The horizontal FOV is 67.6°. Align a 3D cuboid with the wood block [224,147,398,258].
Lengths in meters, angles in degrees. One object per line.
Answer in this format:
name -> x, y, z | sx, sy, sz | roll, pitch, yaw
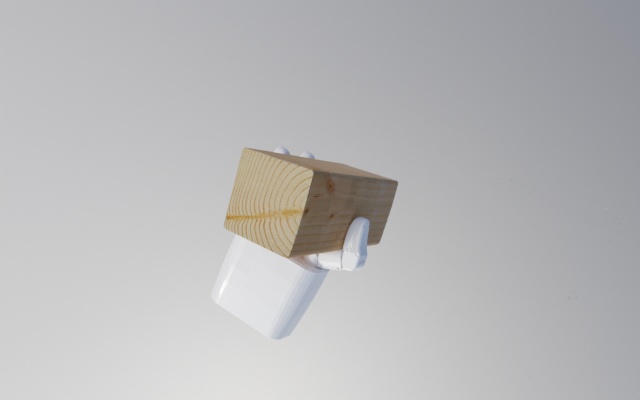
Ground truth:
wood block -> 0.000, 0.002, 0.552 | 0.091, 0.090, 0.206 | 21, 10, 29
